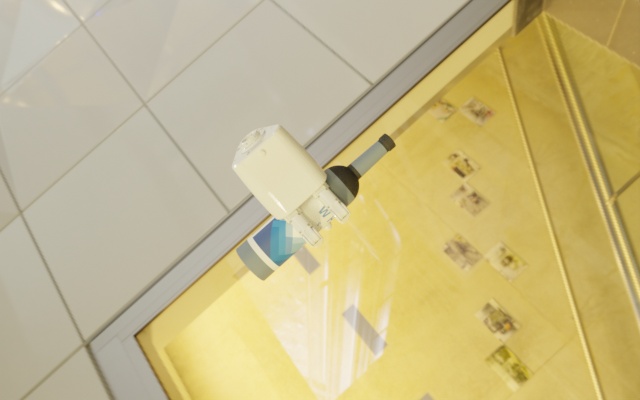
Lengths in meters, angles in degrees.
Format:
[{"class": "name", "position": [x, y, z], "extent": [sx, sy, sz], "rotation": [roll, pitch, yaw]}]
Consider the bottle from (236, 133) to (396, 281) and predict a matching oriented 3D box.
[{"class": "bottle", "position": [0.000, 0.003, 0.747], "extent": [0.295, 0.069, 0.069], "rotation": [-42, 1, -2]}]
